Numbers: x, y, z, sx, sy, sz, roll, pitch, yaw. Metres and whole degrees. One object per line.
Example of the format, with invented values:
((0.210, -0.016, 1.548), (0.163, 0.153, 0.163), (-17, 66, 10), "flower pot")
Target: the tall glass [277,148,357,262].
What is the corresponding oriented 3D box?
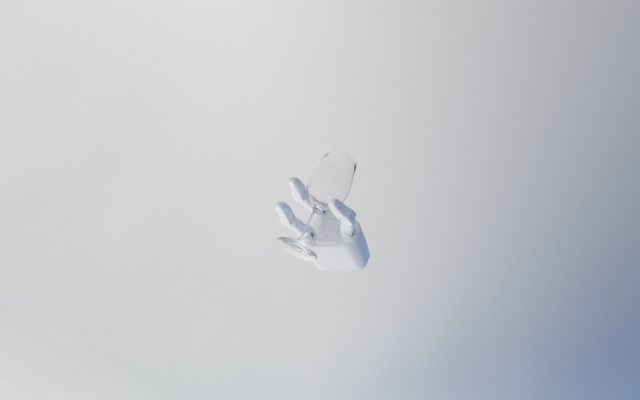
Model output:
((0.000, 0.003, 0.839), (0.079, 0.201, 0.079), (21, -27, 11), "tall glass")
